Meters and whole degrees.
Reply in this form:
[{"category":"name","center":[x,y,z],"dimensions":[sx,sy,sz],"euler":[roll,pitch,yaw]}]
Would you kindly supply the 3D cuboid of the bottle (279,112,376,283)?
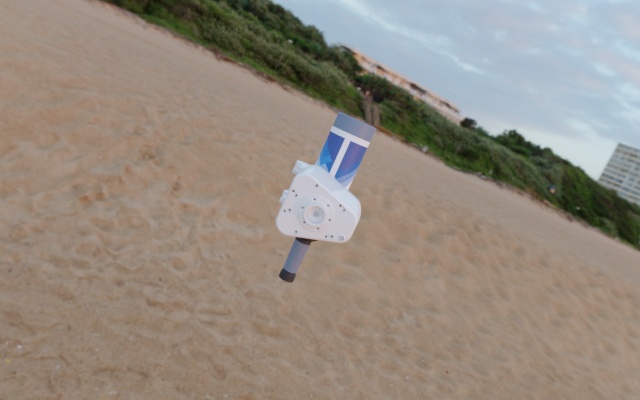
[{"category":"bottle","center":[0.000,0.002,0.796],"dimensions":[0.069,0.296,0.069],"euler":[24,10,-4]}]
